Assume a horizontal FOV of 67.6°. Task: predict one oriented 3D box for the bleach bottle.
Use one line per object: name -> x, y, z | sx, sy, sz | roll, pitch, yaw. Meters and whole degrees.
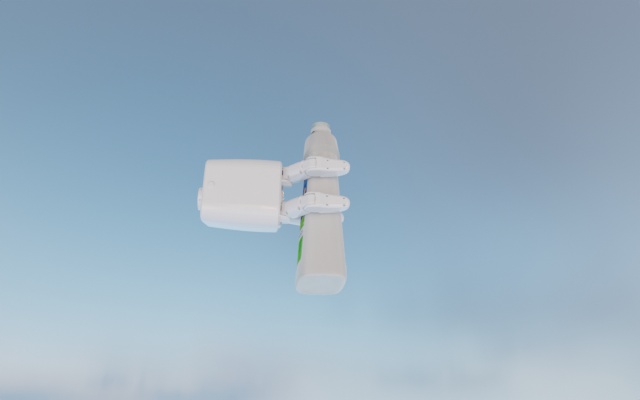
bleach bottle -> 0.000, 0.002, 0.696 | 0.068, 0.250, 0.103 | 2, -26, -6
